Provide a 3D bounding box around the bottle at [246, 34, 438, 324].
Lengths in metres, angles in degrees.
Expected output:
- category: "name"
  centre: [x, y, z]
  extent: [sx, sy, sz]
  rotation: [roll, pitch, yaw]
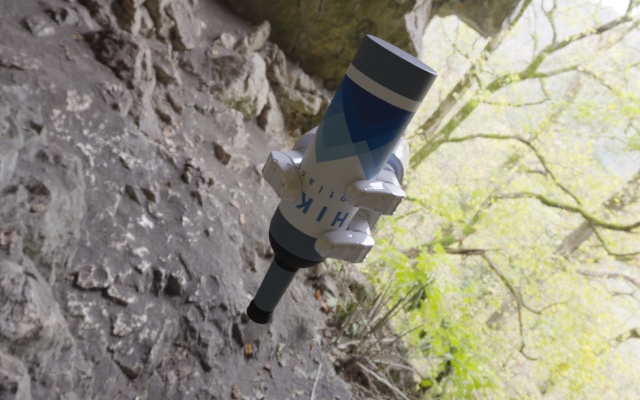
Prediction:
- category: "bottle"
  centre: [0.000, 0.001, 0.439]
  extent: [0.069, 0.296, 0.069]
  rotation: [24, 24, -11]
